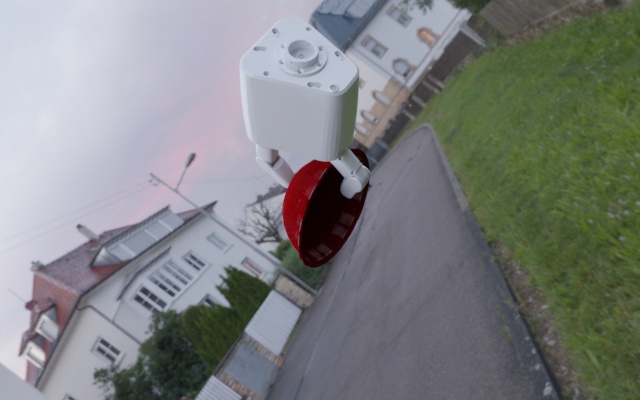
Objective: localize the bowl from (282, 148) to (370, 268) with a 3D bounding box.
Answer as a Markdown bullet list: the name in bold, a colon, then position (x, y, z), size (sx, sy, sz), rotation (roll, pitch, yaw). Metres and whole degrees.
- **bowl**: position (0.000, 0.003, 0.614), size (0.055, 0.162, 0.162), rotation (23, 11, 27)
